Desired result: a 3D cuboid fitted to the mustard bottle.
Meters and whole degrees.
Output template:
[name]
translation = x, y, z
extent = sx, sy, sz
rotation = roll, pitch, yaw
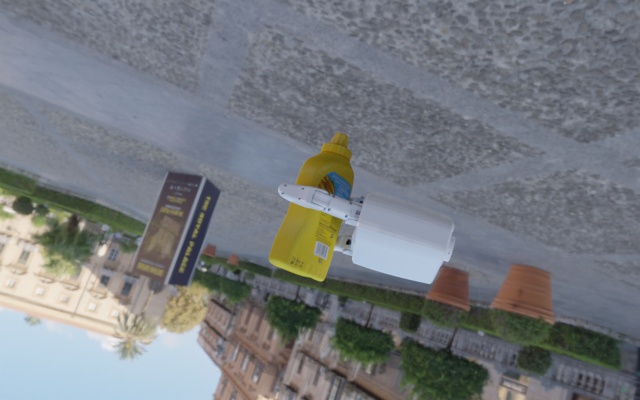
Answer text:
[mustard bottle]
translation = 0.000, 0.002, 0.616
extent = 0.058, 0.191, 0.096
rotation = 11, -13, 35
